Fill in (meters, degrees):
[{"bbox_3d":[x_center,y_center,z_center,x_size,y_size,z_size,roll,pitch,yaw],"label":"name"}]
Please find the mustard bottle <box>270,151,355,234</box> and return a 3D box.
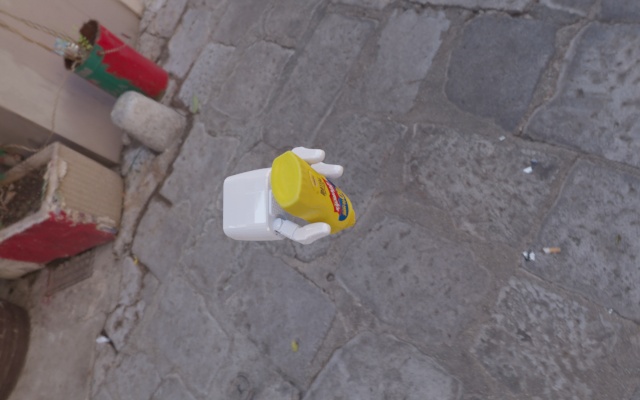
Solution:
[{"bbox_3d":[0.000,0.002,0.766,0.058,0.096,0.192,-29,-37,22],"label":"mustard bottle"}]
